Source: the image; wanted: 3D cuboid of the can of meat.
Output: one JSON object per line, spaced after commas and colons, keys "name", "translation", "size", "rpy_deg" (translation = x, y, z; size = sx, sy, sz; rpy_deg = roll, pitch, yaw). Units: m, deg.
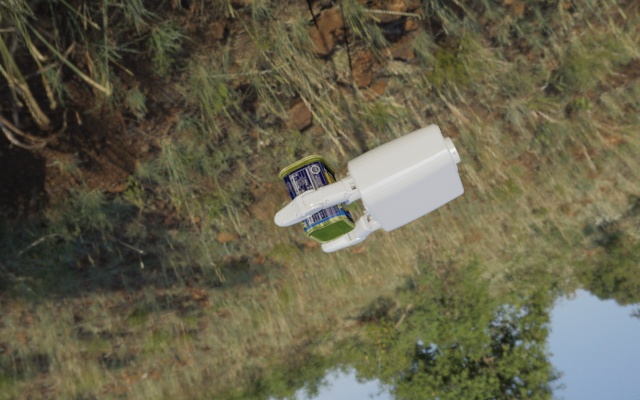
{"name": "can of meat", "translation": [0.000, 0.002, 0.587], "size": [0.057, 0.084, 0.102], "rpy_deg": [-25, -16, 8]}
